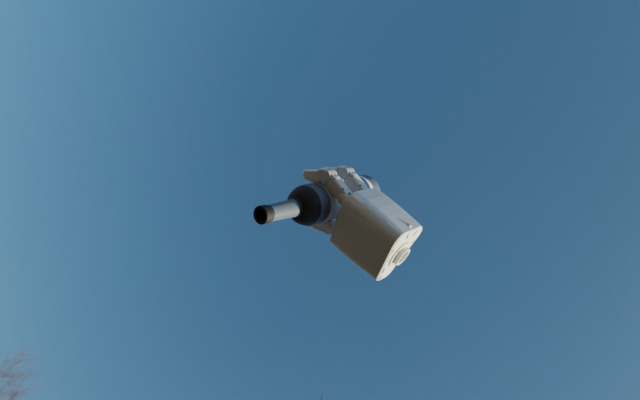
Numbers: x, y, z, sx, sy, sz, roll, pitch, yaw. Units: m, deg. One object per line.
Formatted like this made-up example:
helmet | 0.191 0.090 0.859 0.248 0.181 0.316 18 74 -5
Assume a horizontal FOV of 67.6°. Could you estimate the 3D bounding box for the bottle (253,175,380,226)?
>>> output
bottle | 0.000 0.003 0.791 0.069 0.069 0.295 0 7 36
